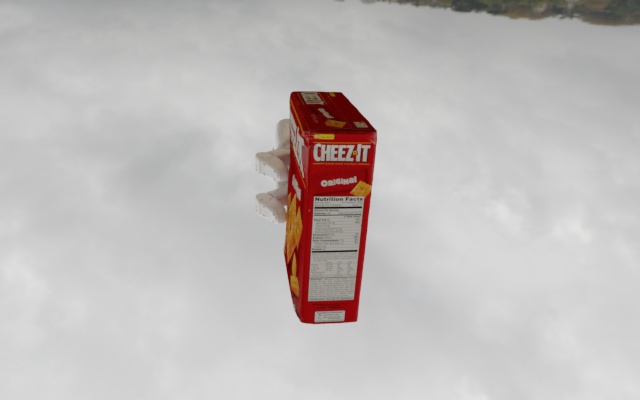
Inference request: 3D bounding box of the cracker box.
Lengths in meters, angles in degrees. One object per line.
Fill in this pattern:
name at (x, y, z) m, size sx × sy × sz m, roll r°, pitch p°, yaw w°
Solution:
cracker box at (0.000, 0.002, 0.531) m, size 0.072 × 0.214 × 0.164 m, roll -1°, pitch 25°, yaw -10°
